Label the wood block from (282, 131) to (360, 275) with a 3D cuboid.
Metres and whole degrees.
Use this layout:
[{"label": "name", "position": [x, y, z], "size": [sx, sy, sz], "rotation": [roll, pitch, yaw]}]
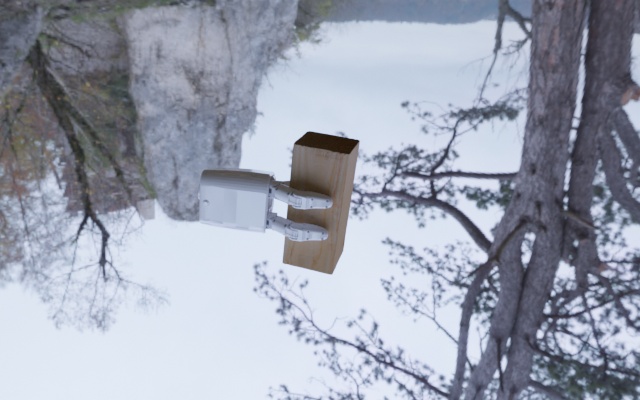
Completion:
[{"label": "wood block", "position": [0.000, 0.002, 0.779], "size": [0.090, 0.206, 0.090], "rotation": [12, 24, 10]}]
